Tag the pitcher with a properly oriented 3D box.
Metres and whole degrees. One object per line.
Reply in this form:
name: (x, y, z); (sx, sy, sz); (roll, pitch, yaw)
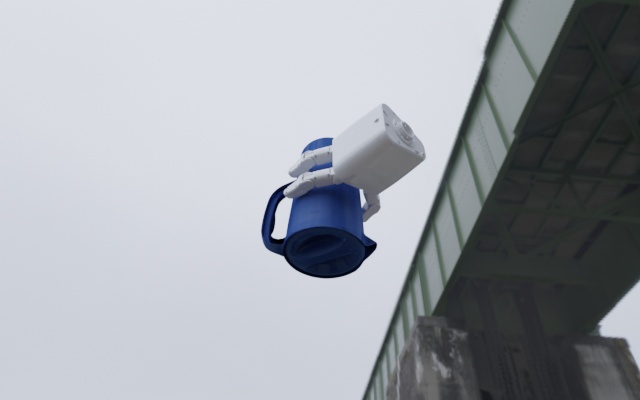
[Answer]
pitcher: (0.000, 0.003, 0.831); (0.149, 0.242, 0.145); (33, -52, -28)
